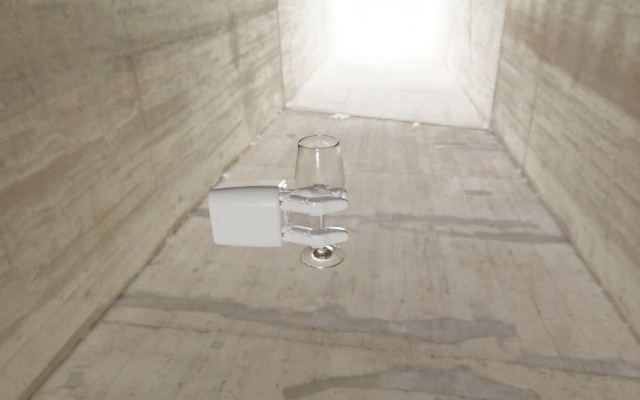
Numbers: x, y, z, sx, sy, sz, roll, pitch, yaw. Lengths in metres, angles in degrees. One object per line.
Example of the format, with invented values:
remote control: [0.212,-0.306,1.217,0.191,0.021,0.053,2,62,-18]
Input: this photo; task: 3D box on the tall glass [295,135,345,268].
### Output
tall glass: [0.000,0.003,0.748,0.079,0.201,0.079,-1,26,1]
